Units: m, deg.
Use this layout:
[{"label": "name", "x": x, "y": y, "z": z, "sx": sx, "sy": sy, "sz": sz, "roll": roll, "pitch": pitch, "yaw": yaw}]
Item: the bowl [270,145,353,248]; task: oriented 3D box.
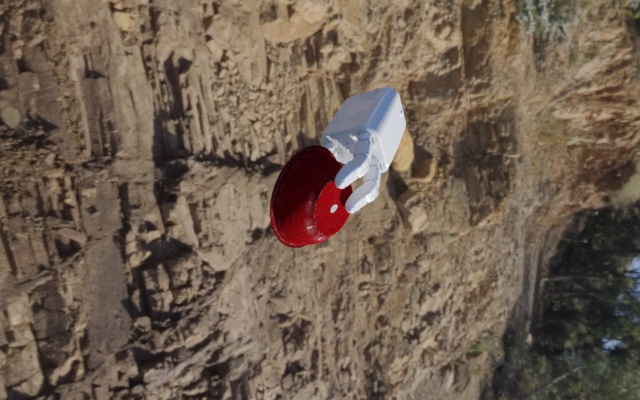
[{"label": "bowl", "x": 0.000, "y": 0.004, "z": 0.710, "sx": 0.055, "sy": 0.162, "sz": 0.162, "roll": 20, "pitch": 12, "yaw": 36}]
